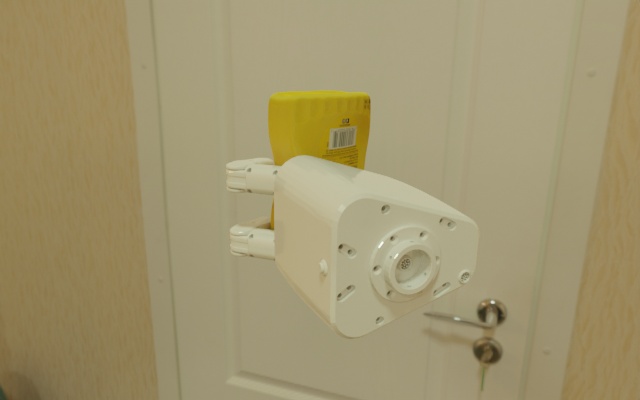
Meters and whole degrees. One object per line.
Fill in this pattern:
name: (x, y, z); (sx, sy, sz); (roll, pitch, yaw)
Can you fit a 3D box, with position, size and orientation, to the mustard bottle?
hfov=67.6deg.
mustard bottle: (0.000, 0.001, 0.425); (0.058, 0.192, 0.096); (15, 21, 42)
